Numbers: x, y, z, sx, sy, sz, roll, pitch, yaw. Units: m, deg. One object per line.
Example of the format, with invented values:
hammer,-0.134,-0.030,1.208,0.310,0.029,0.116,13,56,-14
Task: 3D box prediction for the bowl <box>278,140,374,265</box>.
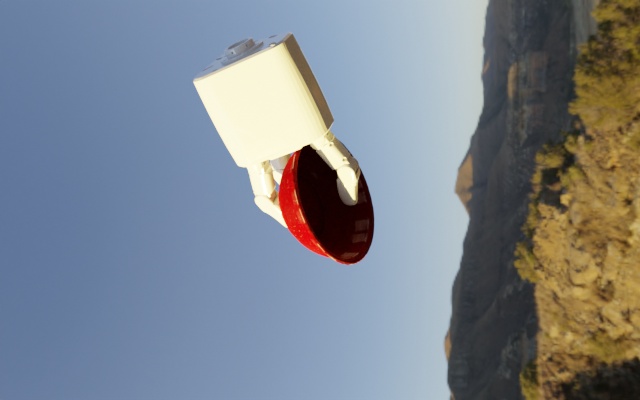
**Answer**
bowl,0.000,0.003,0.572,0.055,0.162,0.162,-19,-11,33
